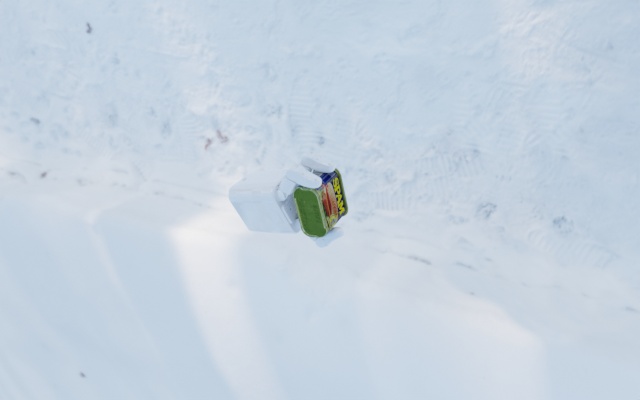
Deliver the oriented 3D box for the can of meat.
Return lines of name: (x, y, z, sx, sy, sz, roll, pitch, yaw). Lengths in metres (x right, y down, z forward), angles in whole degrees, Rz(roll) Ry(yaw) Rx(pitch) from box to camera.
can of meat: (0.000, 0.003, 0.828, 0.057, 0.102, 0.084, 2, 28, 30)
